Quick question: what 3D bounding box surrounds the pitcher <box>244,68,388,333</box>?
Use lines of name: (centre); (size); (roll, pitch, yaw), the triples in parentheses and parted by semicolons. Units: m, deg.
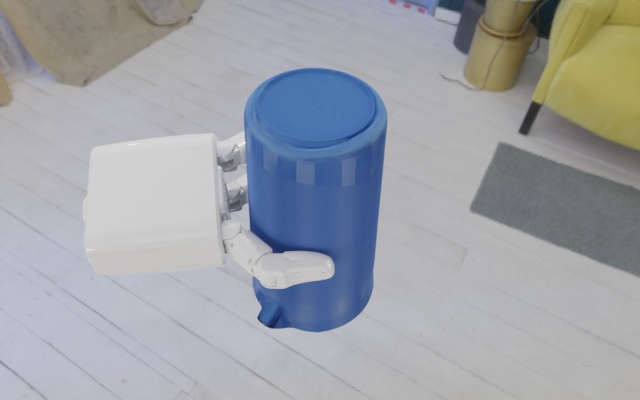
pitcher: (0.000, 0.002, 0.446); (0.145, 0.149, 0.243); (-5, -41, -6)
